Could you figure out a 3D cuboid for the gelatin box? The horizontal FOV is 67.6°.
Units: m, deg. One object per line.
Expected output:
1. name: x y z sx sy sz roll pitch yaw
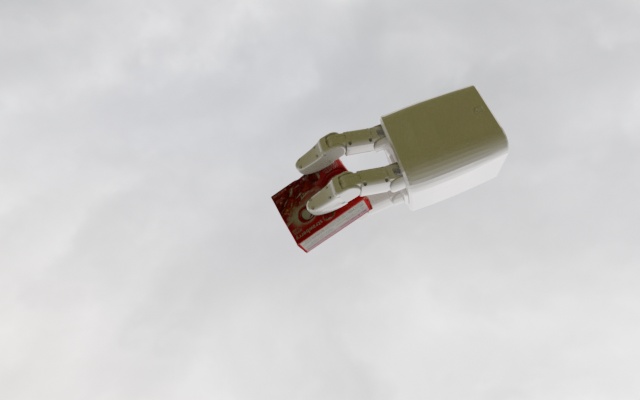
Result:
1. gelatin box: 0.000 0.002 0.519 0.089 0.073 0.030 -35 -35 3
